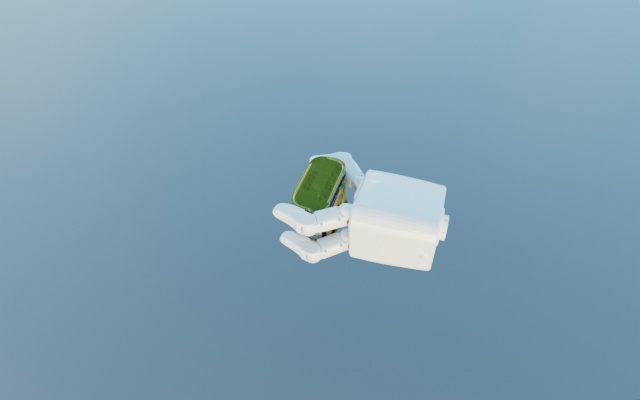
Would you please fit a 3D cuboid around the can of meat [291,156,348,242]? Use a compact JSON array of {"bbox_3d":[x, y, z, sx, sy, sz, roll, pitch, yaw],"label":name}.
[{"bbox_3d":[0.000,0.002,0.647,0.057,0.102,0.084,14,-36,14],"label":"can of meat"}]
